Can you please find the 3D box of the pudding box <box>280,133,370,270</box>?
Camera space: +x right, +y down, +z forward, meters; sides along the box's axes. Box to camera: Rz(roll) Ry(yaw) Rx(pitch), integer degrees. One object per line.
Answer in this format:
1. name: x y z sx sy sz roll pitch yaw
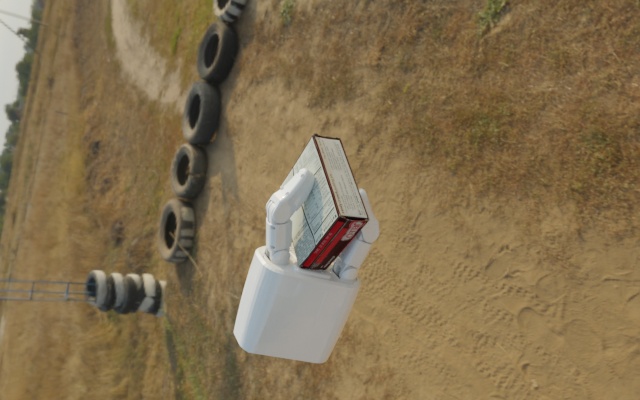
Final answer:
1. pudding box: 0.000 0.002 0.495 0.039 0.113 0.090 7 -42 -31
